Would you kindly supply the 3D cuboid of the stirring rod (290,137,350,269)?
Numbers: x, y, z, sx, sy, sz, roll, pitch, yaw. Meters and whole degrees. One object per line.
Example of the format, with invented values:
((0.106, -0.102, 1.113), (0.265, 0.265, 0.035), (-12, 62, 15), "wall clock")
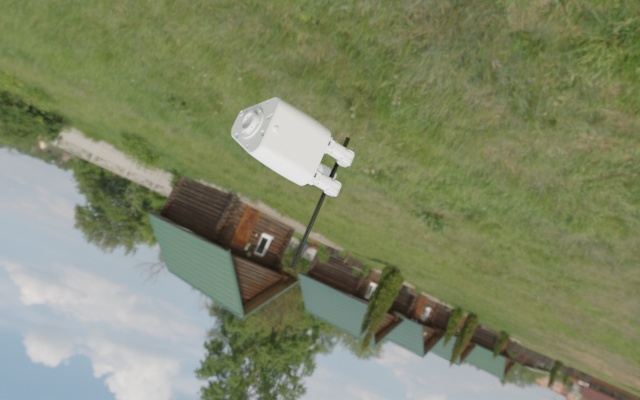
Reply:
((0.000, 0.003, 0.805), (0.011, 0.239, 0.011), (23, -6, 3), "stirring rod")
